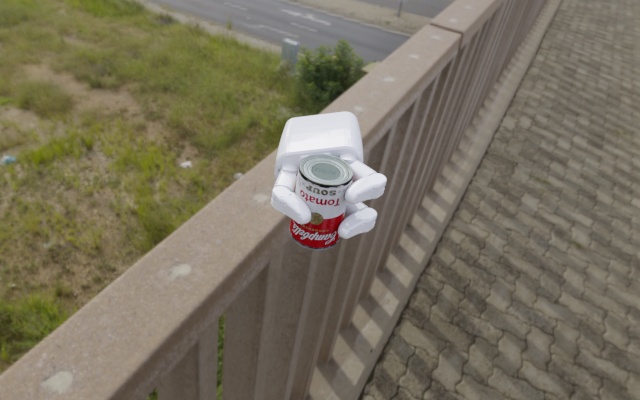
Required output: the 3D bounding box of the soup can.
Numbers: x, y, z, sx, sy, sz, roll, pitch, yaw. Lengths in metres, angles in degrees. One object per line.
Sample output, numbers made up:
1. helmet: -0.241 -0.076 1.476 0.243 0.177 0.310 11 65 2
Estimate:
1. soup can: 0.000 0.002 0.592 0.068 0.102 0.068 7 38 -5
